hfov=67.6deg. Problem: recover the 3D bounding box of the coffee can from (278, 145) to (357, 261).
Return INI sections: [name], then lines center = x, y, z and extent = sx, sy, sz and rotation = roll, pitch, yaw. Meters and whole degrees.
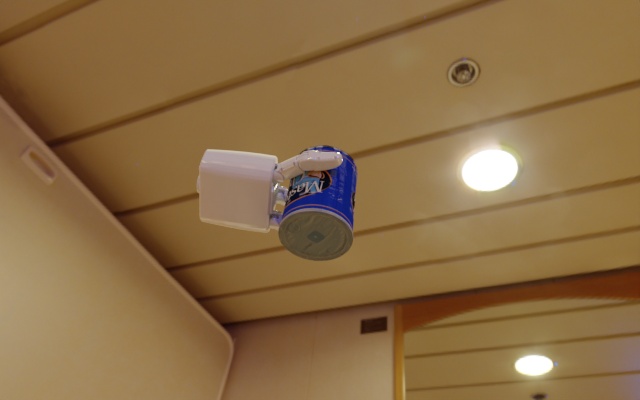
[coffee can]
center = 0.000, 0.002, 0.699
extent = 0.103, 0.103, 0.140
rotation = 0, 44, 8
